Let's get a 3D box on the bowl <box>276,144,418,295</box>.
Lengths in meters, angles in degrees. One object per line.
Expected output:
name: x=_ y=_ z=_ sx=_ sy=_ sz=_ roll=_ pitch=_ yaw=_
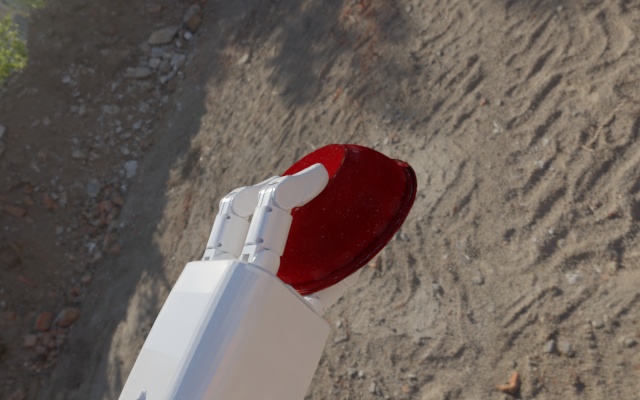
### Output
bowl: x=0.000 y=0.000 z=0.414 sx=0.055 sy=0.162 sz=0.162 roll=50 pitch=-26 yaw=-24
